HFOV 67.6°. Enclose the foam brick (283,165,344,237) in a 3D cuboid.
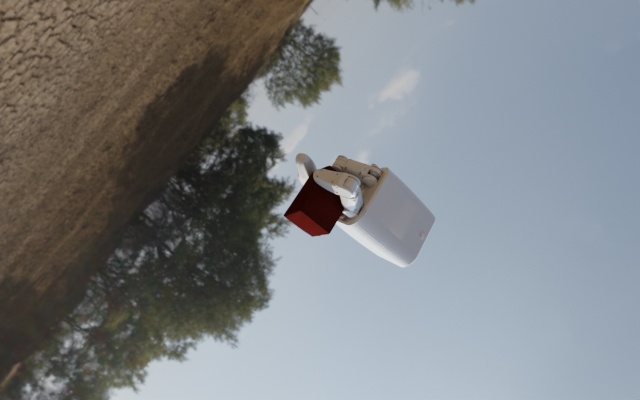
[{"bbox_3d":[0.000,0.002,0.628,0.051,0.078,0.053,41,-24,-18],"label":"foam brick"}]
